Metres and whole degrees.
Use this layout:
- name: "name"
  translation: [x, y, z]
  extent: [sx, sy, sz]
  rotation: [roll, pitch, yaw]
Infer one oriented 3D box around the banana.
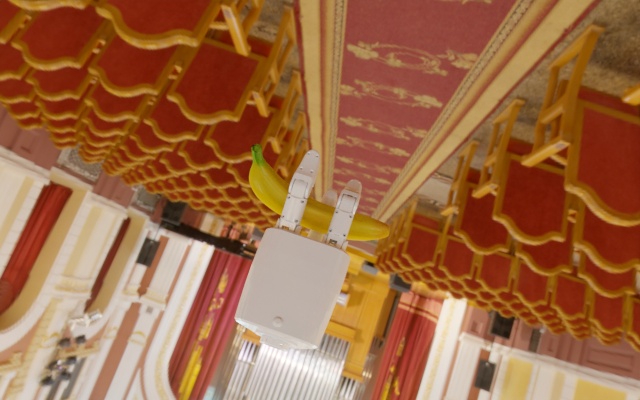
- name: "banana"
  translation: [-0.011, 0.007, 0.583]
  extent: [0.198, 0.037, 0.070]
  rotation: [30, -34, -15]
